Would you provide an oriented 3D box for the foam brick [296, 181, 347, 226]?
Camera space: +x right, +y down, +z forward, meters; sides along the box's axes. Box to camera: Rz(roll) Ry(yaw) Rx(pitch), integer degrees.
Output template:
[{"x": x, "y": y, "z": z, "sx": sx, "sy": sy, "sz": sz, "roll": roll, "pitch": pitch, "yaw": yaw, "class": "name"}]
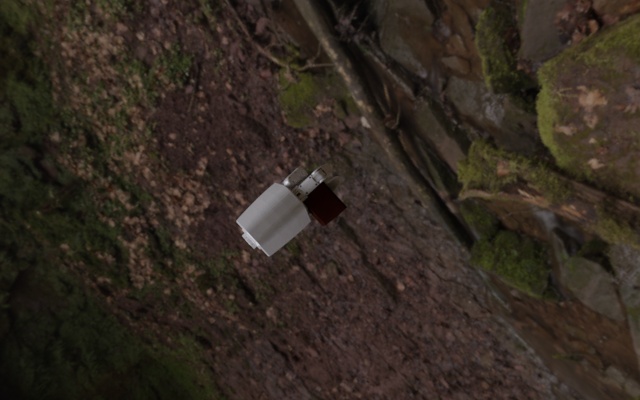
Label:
[{"x": 0.000, "y": 0.003, "z": 0.870, "sx": 0.051, "sy": 0.078, "sz": 0.053, "roll": -43, "pitch": 0, "yaw": -9, "class": "foam brick"}]
